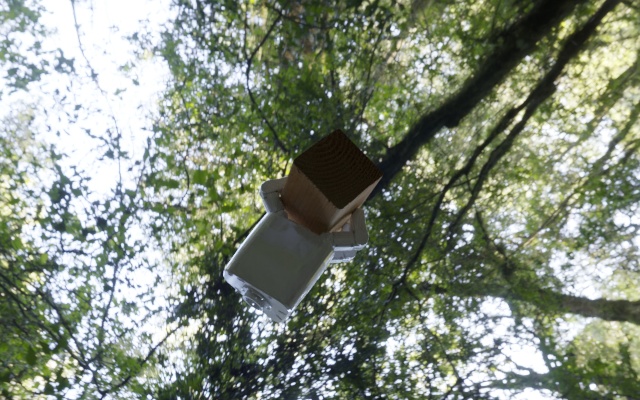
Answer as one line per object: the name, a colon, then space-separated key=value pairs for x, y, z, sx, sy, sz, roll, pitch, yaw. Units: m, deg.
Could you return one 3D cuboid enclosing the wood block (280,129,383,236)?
wood block: x=0.000 y=0.002 z=0.700 sx=0.090 sy=0.091 sz=0.206 roll=-38 pitch=-11 yaw=-28
